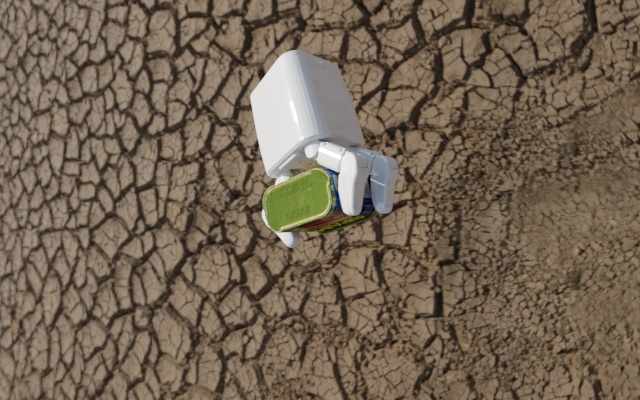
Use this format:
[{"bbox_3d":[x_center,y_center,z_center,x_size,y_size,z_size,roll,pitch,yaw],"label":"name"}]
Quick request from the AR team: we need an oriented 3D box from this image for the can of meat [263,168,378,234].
[{"bbox_3d":[0.000,0.002,0.523,0.102,0.057,0.084,-21,-15,37],"label":"can of meat"}]
